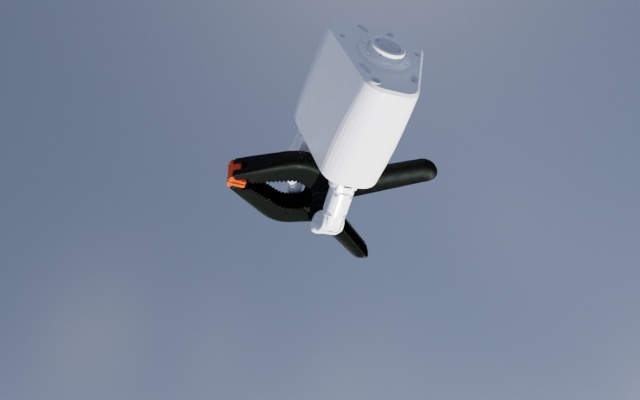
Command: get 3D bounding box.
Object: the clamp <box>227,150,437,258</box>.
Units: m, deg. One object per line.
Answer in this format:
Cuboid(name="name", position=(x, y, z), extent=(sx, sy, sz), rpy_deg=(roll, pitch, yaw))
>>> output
Cuboid(name="clamp", position=(0.000, 0.002, 0.522), extent=(0.210, 0.036, 0.165), rpy_deg=(9, -45, -16))
